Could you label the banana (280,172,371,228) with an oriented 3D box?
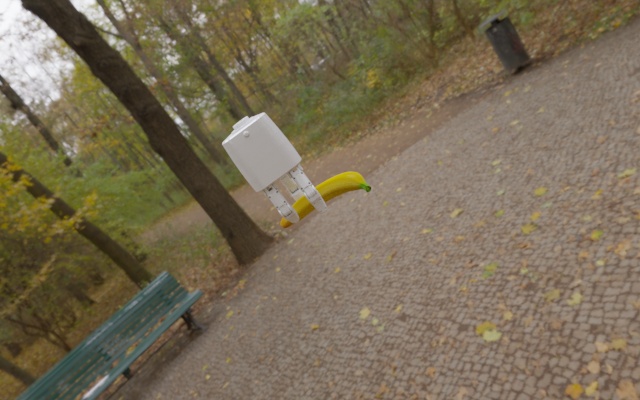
[{"bbox_3d":[0.007,-0.008,0.896,0.198,0.037,0.069,-26,22,26],"label":"banana"}]
